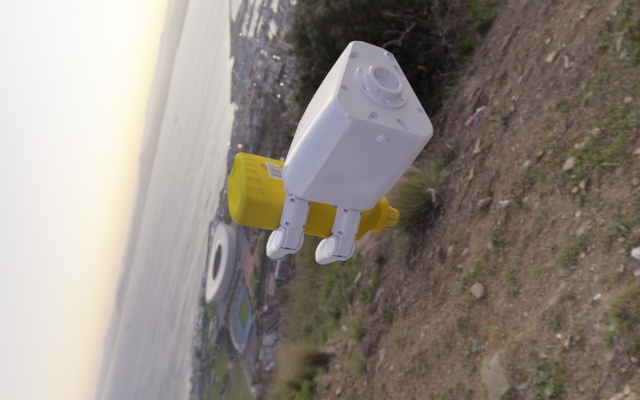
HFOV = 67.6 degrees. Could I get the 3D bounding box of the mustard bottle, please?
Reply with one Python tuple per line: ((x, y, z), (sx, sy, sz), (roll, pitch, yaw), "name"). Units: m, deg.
((0.000, 0.002, 0.516), (0.191, 0.058, 0.096), (11, 27, -22), "mustard bottle")
